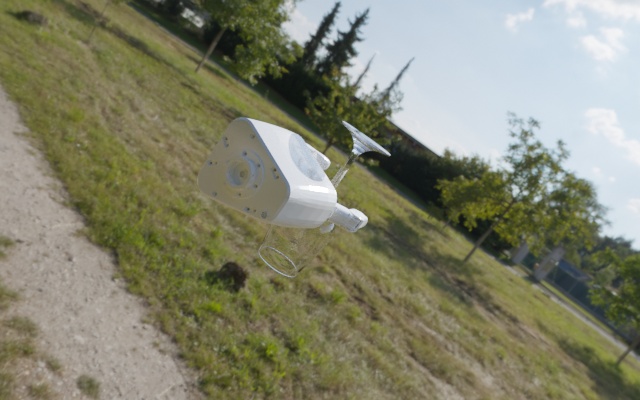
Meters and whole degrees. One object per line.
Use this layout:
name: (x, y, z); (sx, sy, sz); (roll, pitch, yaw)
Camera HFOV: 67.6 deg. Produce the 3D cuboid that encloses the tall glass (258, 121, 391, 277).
tall glass: (0.001, 0.002, 0.611); (0.079, 0.201, 0.079); (34, 12, -8)
